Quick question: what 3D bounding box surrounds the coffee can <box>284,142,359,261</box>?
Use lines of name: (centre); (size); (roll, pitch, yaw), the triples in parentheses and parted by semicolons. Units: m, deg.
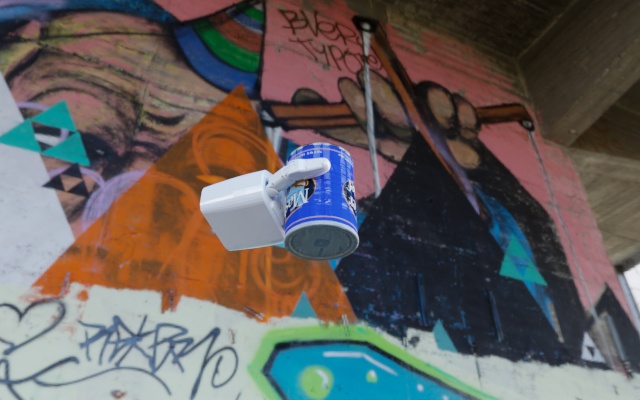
coffee can: (0.000, 0.002, 0.690); (0.103, 0.140, 0.103); (-1, -34, 0)
